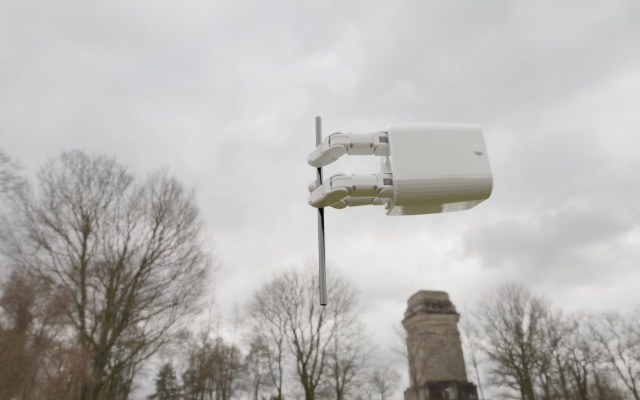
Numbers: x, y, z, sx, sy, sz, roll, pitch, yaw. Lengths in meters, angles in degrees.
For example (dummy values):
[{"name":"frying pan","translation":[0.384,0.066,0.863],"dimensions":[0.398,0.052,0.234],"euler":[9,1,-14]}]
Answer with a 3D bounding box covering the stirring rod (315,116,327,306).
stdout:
[{"name":"stirring rod","translation":[0.000,0.002,0.551],"dimensions":[0.011,0.239,0.011],"euler":[-1,-28,-1]}]
